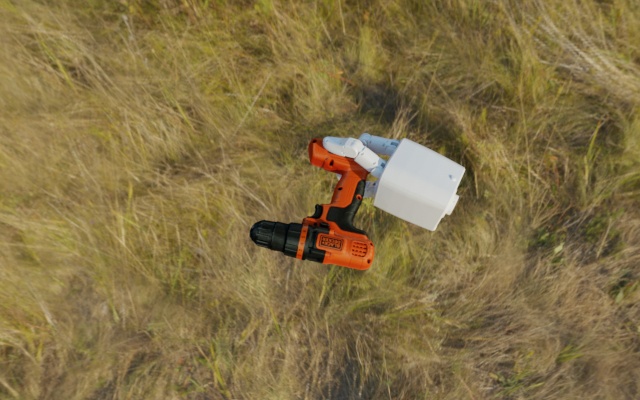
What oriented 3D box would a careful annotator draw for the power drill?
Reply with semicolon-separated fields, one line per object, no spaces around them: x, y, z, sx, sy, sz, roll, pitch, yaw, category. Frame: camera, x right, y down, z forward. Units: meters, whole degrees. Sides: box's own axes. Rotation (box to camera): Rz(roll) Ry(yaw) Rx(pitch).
0.000;0.002;0.724;0.184;0.187;0.057;13;-20;-2;power drill
